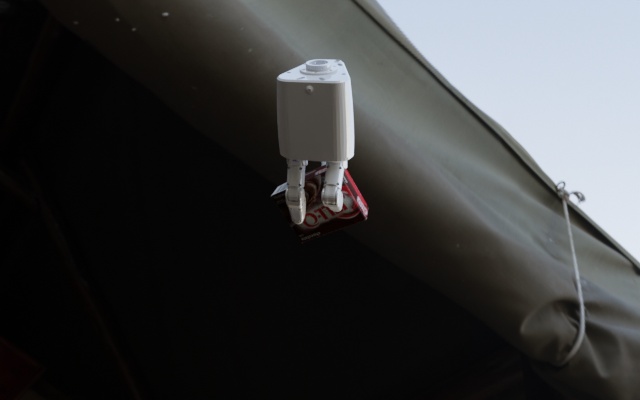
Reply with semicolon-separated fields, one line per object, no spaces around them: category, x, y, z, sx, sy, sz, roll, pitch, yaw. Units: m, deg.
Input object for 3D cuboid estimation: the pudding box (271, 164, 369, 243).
pudding box;0.000;0.002;0.687;0.113;0.090;0.039;-21;23;26
